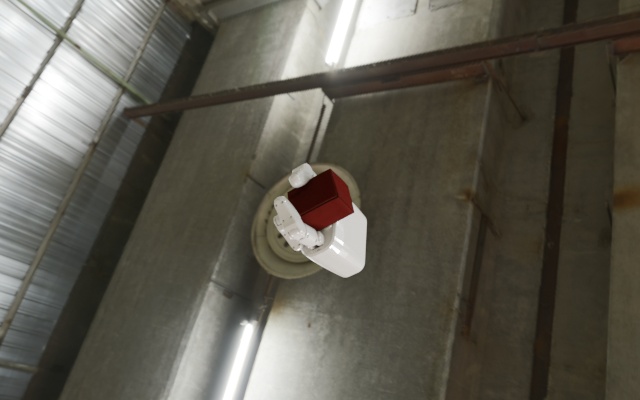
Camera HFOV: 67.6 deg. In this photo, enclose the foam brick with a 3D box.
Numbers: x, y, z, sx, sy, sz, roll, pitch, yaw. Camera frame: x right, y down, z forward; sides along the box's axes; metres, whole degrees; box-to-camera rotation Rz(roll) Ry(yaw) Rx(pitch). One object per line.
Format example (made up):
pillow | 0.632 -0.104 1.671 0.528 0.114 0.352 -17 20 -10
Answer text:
foam brick | 0.000 0.002 0.675 0.078 0.053 0.051 -28 -41 20
